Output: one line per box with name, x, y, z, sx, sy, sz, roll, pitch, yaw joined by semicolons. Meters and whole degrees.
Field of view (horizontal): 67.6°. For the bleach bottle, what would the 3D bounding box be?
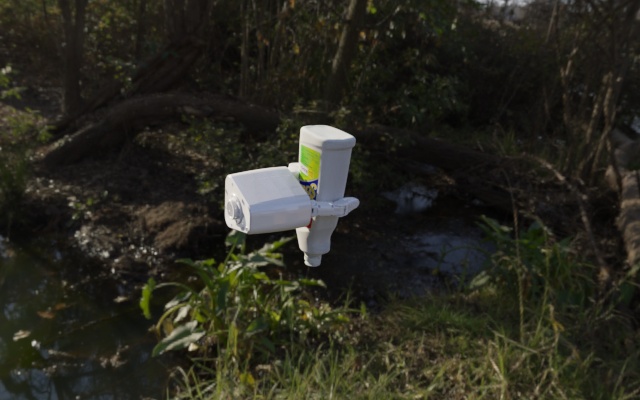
bleach bottle;0.000;0.003;0.830;0.068;0.251;0.102;-9;26;-31
